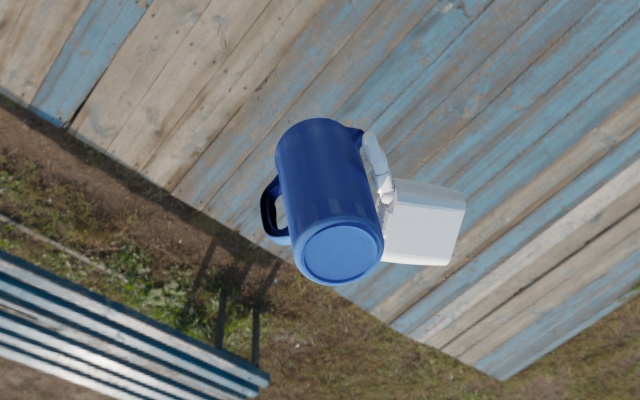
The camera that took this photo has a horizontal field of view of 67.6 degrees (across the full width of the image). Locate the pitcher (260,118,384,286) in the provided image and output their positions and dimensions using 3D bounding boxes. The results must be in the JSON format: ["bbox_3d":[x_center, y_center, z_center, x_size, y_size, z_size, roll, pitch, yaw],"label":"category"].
[{"bbox_3d":[0.000,0.002,0.649,0.145,0.149,0.242,8,32,-13],"label":"pitcher"}]
